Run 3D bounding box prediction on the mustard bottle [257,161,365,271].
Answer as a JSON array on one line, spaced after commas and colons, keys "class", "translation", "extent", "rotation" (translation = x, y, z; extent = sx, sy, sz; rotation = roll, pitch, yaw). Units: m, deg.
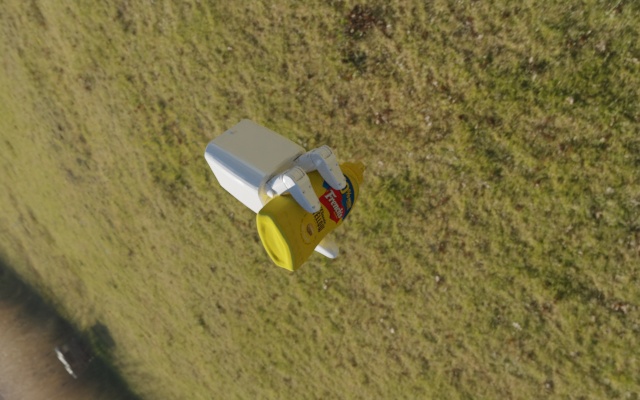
[{"class": "mustard bottle", "translation": [0.000, 0.002, 0.653], "extent": [0.058, 0.096, 0.191], "rotation": [13, 43, 40]}]
